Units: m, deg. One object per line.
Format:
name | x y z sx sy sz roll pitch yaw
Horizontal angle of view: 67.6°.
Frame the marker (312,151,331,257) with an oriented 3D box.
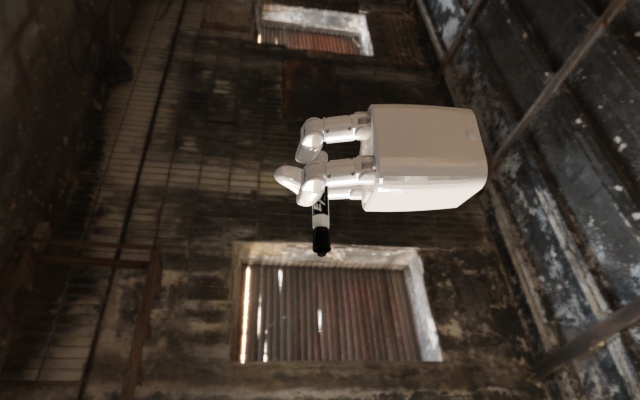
marker | 0.000 0.002 0.497 0.020 0.121 0.020 -1 -31 -1
